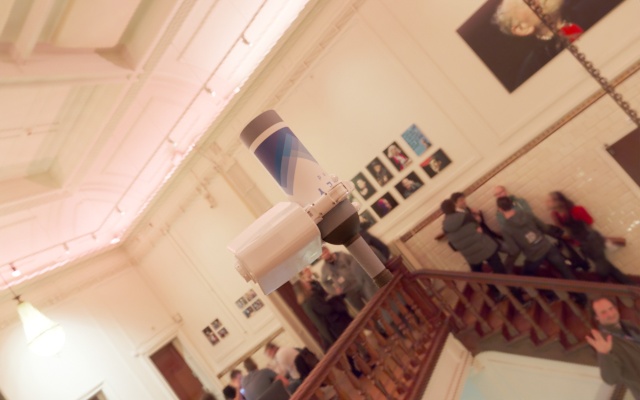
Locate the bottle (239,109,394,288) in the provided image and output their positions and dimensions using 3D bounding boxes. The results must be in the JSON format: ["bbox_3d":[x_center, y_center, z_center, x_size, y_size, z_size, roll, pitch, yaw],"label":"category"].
[{"bbox_3d":[0.000,0.002,0.685,0.069,0.295,0.069,-39,-5,-4],"label":"bottle"}]
